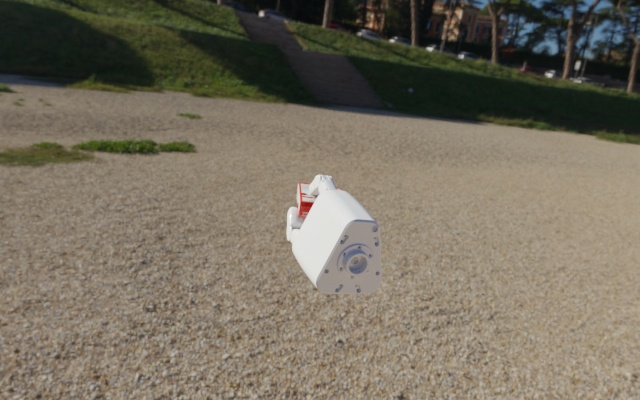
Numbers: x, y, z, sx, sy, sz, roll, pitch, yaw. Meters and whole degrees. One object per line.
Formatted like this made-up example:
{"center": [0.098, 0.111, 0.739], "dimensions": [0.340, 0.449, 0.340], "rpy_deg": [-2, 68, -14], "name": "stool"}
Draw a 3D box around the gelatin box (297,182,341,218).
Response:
{"center": [0.000, 0.002, 0.767], "dimensions": [0.073, 0.030, 0.089], "rpy_deg": [7, 21, -8], "name": "gelatin box"}
